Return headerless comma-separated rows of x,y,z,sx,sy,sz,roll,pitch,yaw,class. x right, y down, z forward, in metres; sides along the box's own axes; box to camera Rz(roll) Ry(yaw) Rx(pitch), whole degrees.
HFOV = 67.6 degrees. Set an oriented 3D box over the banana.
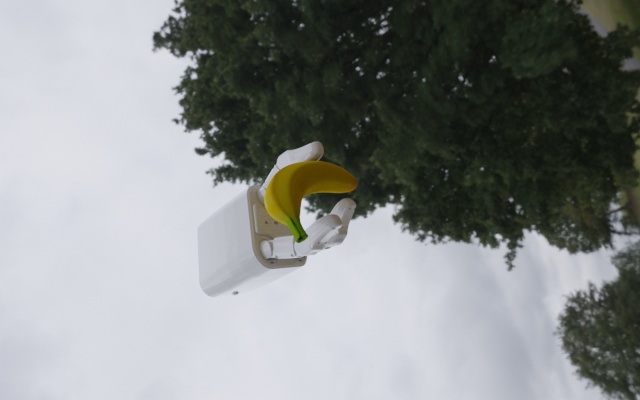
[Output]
-0.012,-0.012,0.517,0.037,0.069,0.197,-37,2,27,banana
